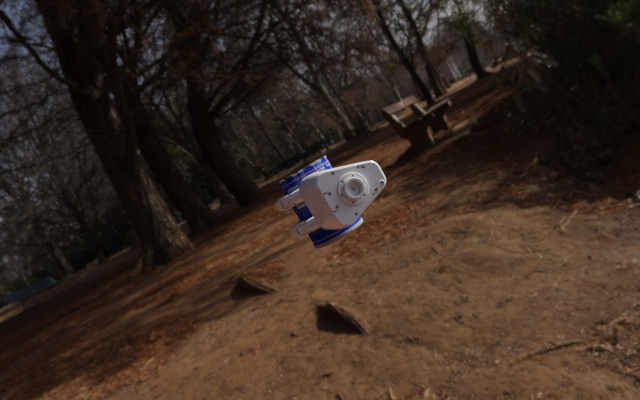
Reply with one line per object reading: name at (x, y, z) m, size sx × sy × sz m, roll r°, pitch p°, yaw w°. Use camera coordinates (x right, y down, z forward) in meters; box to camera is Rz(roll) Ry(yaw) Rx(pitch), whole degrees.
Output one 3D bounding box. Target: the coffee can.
coffee can at (0.000, 0.003, 0.881) m, size 0.103 × 0.140 × 0.103 m, roll -30°, pitch 4°, yaw 2°
